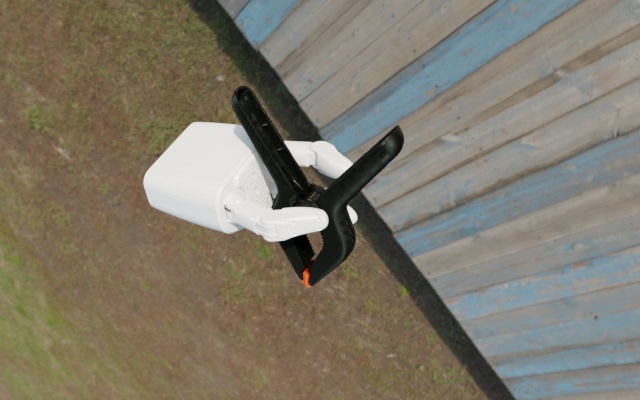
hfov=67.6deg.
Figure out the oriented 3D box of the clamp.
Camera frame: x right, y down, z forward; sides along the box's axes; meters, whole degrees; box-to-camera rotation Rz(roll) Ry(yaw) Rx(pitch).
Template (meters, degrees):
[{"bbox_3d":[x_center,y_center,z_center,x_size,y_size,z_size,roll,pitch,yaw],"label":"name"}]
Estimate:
[{"bbox_3d":[-0.001,0.002,0.450,0.164,0.210,0.036,14,37,29],"label":"clamp"}]
